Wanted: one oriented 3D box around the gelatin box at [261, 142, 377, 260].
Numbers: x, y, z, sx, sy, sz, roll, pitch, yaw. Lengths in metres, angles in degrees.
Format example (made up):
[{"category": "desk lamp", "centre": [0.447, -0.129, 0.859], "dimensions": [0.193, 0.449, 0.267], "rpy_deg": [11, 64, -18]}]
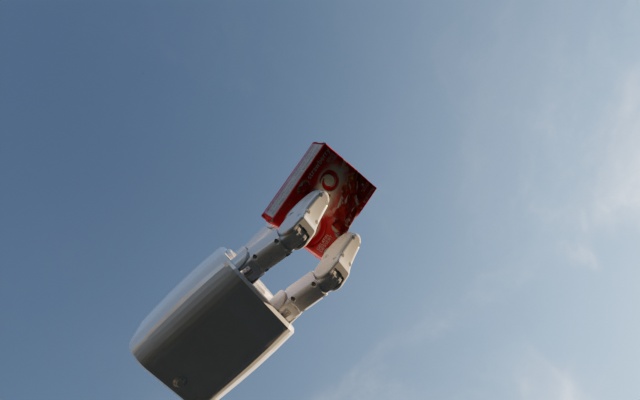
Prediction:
[{"category": "gelatin box", "centre": [0.000, 0.001, 0.451], "dimensions": [0.073, 0.089, 0.030], "rpy_deg": [38, -8, -26]}]
